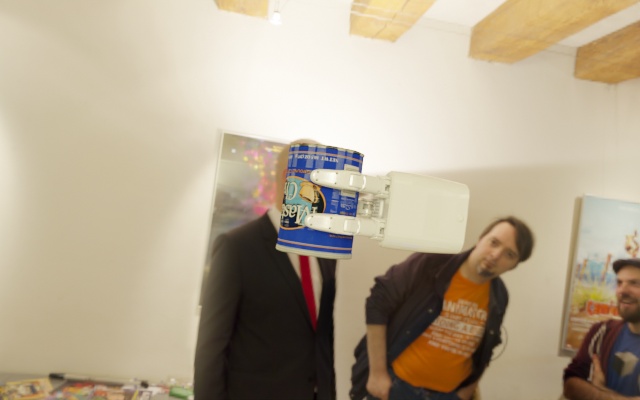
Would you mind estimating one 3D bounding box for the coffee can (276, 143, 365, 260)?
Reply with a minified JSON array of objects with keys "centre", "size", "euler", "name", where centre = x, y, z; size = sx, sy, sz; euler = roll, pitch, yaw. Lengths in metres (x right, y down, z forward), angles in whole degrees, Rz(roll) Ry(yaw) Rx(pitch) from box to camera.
[{"centre":[0.000,0.002,0.641],"size":[0.103,0.140,0.103],"euler":[7,-2,0],"name":"coffee can"}]
